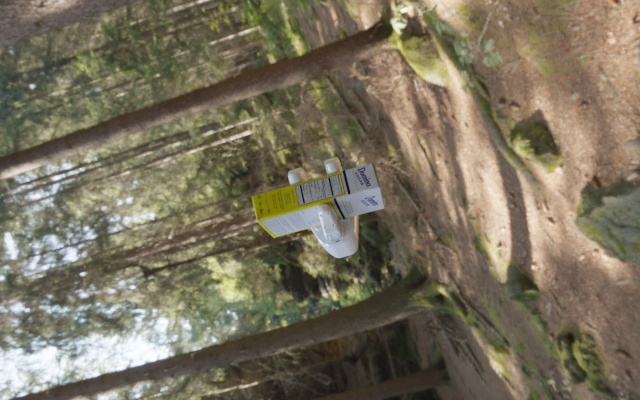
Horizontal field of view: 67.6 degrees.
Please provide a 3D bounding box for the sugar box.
[{"bbox_3d":[0.000,0.002,0.688,0.176,0.048,0.093,-17,-21,5],"label":"sugar box"}]
